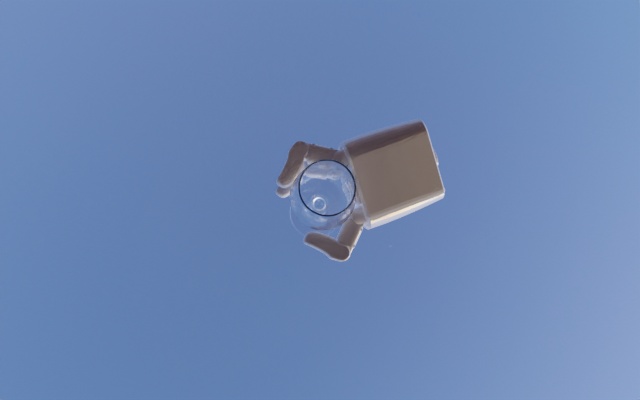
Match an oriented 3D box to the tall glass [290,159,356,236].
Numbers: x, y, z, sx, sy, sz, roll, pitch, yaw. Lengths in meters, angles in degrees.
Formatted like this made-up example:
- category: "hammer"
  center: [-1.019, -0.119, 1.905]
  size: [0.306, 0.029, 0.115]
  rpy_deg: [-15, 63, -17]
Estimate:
- category: "tall glass"
  center: [0.000, 0.002, 0.599]
  size: [0.079, 0.079, 0.201]
  rpy_deg: [0, -9, -4]
